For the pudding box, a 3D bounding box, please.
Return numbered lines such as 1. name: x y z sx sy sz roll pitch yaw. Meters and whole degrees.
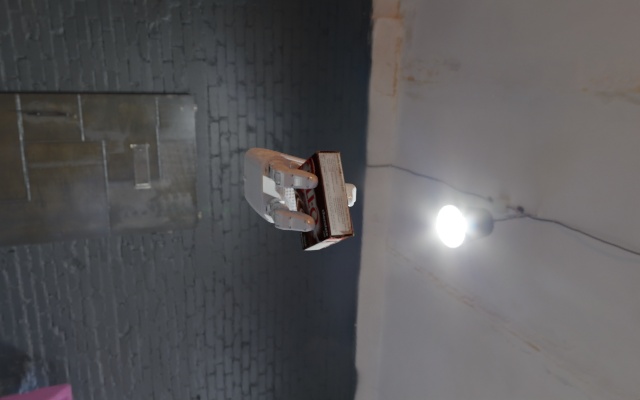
1. pudding box: 0.000 0.002 0.622 0.039 0.113 0.090 -6 -13 -25
